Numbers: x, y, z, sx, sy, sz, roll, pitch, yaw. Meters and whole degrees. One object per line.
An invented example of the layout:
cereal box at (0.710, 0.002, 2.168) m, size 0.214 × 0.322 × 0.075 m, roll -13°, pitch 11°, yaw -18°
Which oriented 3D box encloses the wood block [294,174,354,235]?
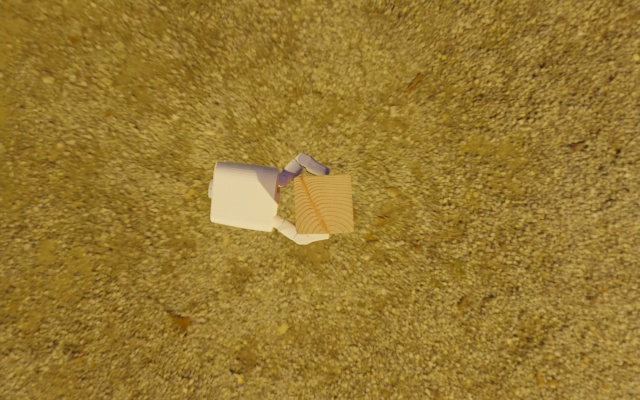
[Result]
wood block at (0.000, 0.003, 0.824) m, size 0.090 × 0.091 × 0.206 m, roll -3°, pitch 2°, yaw -3°
